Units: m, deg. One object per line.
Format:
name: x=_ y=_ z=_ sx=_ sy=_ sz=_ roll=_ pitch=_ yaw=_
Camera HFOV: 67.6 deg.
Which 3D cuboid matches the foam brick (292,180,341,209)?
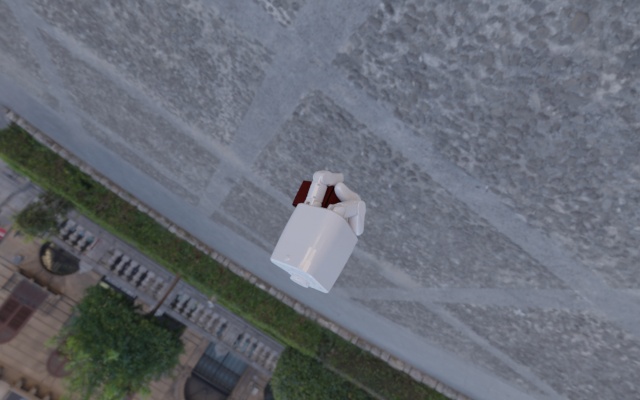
foam brick: x=0.000 y=0.003 z=0.829 sx=0.078 sy=0.051 sz=0.053 roll=12 pitch=-18 yaw=45
